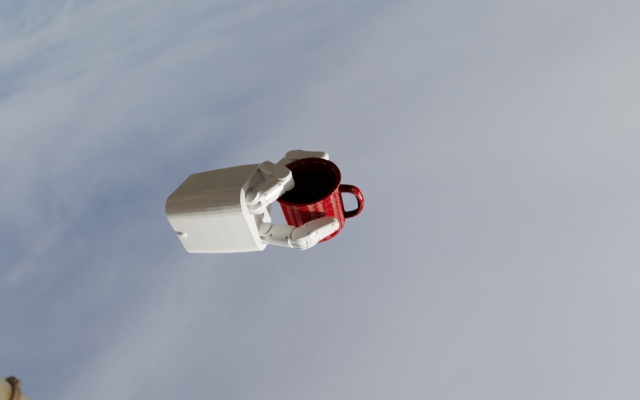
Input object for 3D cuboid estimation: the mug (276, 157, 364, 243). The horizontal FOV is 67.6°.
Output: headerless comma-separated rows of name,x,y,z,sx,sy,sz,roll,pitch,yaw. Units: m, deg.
mug,0.002,0.002,0.636,0.117,0.093,0.082,-3,-45,13
